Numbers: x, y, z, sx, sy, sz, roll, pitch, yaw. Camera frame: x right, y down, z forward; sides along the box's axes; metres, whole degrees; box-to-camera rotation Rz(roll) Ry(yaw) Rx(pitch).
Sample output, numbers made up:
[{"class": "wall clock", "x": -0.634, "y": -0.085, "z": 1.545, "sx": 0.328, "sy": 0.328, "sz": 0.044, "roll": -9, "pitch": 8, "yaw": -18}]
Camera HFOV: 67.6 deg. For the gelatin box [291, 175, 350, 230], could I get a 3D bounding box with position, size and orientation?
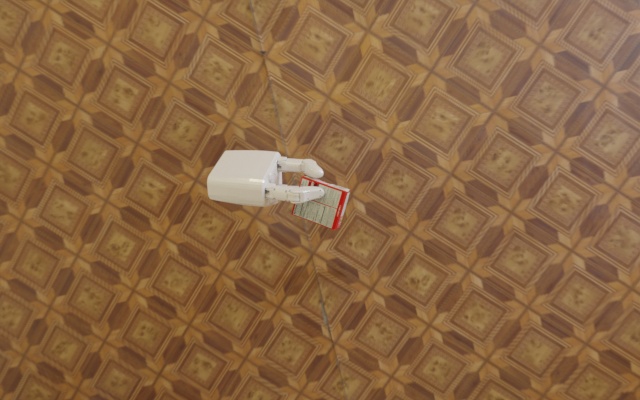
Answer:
[{"class": "gelatin box", "x": 0.000, "y": 0.003, "z": 0.843, "sx": 0.089, "sy": 0.073, "sz": 0.030, "roll": 19, "pitch": 14, "yaw": 16}]
